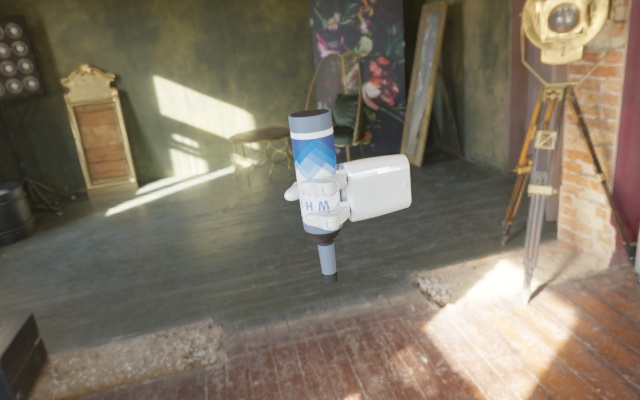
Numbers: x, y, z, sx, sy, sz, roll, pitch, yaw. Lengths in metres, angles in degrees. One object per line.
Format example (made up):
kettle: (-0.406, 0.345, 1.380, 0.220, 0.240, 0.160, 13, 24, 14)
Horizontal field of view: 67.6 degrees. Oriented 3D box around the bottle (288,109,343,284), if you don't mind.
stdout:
bottle: (0.000, 0.002, 0.787, 0.069, 0.296, 0.069, -6, 20, 2)
